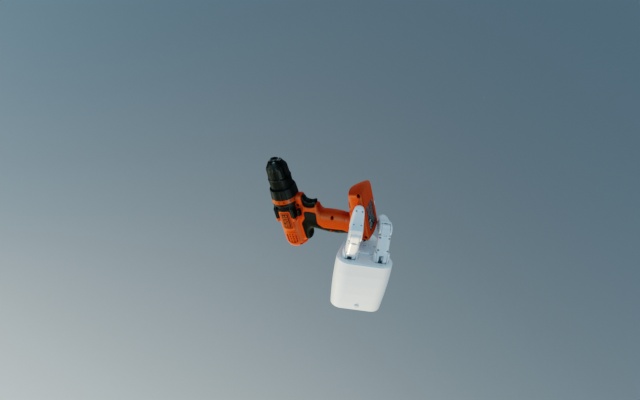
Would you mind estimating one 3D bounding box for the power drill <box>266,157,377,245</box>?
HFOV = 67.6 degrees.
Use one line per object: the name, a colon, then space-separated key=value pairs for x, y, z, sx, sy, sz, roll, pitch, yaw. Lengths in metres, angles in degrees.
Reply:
power drill: x=0.001 y=0.003 z=0.858 sx=0.187 sy=0.184 sz=0.057 roll=2 pitch=36 yaw=26
